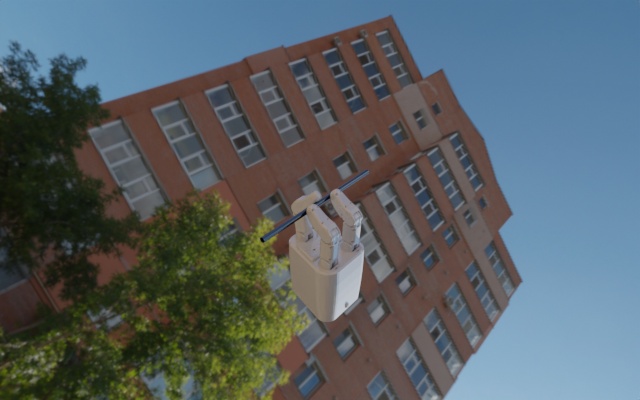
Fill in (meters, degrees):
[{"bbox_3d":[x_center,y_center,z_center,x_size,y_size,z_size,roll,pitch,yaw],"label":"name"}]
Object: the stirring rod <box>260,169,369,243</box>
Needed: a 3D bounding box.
[{"bbox_3d":[0.000,0.002,0.700,0.011,0.011,0.239,0,24,44],"label":"stirring rod"}]
